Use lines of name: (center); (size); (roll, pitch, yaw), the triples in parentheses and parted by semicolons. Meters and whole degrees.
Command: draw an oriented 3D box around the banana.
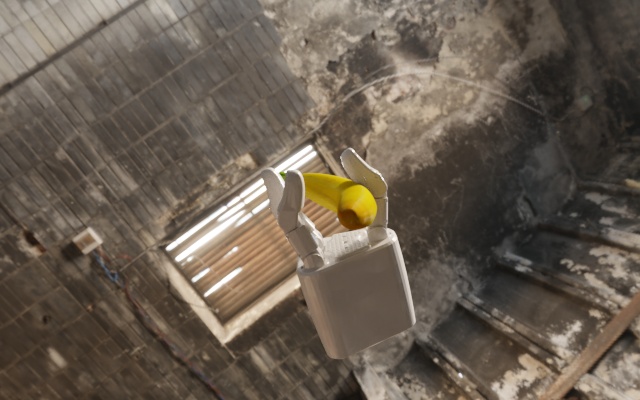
banana: (0.016, 0.000, 0.488); (0.069, 0.037, 0.197); (-4, 13, -21)
